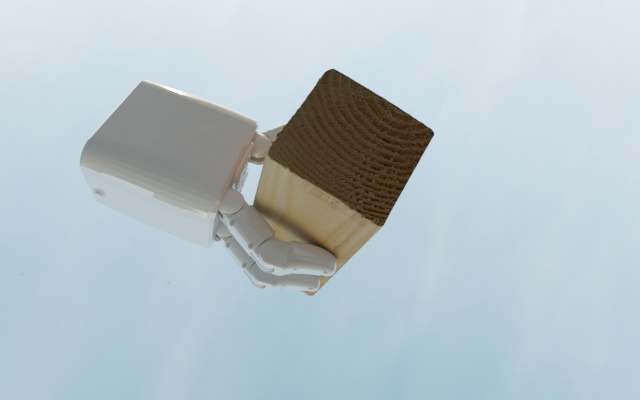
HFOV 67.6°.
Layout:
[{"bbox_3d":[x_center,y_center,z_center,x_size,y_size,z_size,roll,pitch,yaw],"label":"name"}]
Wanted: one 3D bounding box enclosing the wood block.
[{"bbox_3d":[0.000,0.001,0.407,0.090,0.090,0.206,32,-26,1],"label":"wood block"}]
